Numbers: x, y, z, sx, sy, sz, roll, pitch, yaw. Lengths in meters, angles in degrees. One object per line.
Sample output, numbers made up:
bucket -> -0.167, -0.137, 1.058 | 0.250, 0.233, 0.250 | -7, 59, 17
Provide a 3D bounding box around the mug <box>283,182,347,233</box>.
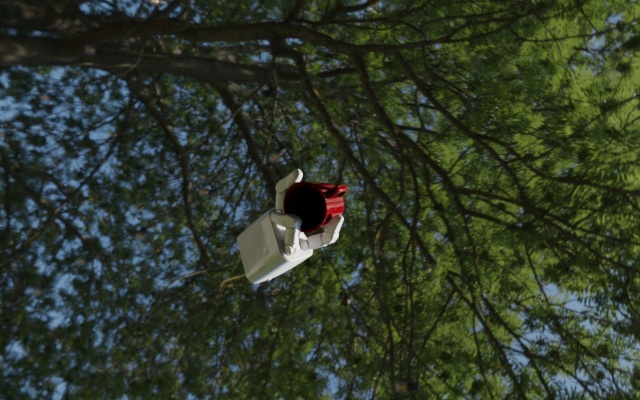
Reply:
mug -> 0.001, 0.002, 0.886 | 0.117, 0.093, 0.081 | -35, -13, 28
